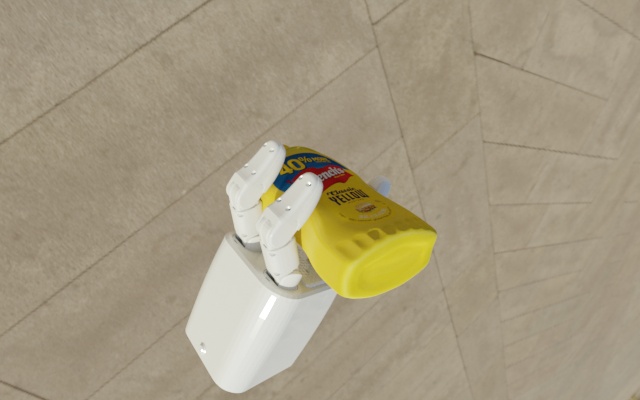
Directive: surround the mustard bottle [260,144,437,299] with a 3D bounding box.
[{"bbox_3d":[0.000,0.001,0.412,0.096,0.058,0.191,-16,39,-33],"label":"mustard bottle"}]
